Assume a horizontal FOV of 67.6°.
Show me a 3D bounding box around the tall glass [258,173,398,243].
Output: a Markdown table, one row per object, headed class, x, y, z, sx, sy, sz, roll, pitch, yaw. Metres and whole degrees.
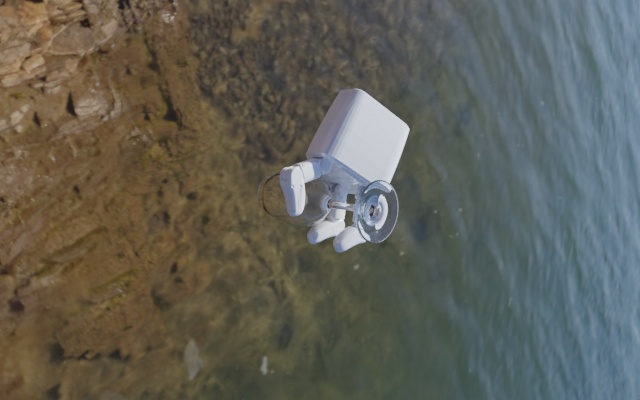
| class | x | y | z | sx | sy | sz | roll | pitch | yaw |
| --- | --- | --- | --- | --- | --- | --- | --- | --- | --- |
| tall glass | 0.000 | 0.002 | 0.624 | 0.079 | 0.079 | 0.201 | 0 | 6 | -43 |
